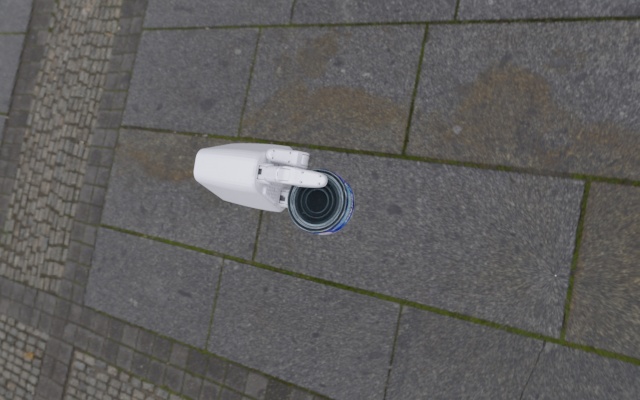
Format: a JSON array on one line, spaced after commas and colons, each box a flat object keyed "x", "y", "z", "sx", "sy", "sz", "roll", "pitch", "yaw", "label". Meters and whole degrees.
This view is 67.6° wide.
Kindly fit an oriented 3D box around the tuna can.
[{"x": 0.000, "y": 0.002, "z": 0.627, "sx": 0.086, "sy": 0.086, "sz": 0.034, "roll": 0, "pitch": -7, "yaw": 21, "label": "tuna can"}]
